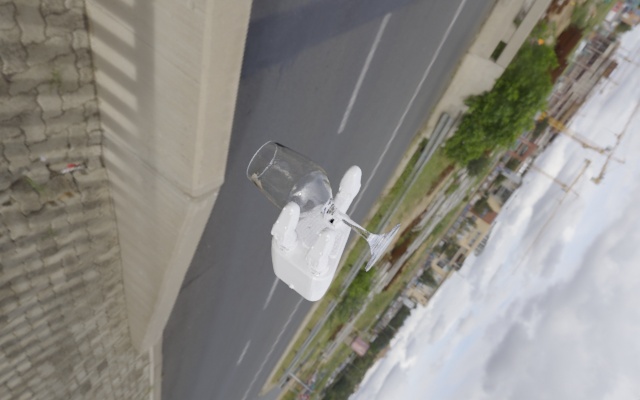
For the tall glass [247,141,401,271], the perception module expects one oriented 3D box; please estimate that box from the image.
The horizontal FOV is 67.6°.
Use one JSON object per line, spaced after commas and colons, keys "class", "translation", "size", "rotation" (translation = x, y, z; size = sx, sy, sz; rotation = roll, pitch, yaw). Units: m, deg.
{"class": "tall glass", "translation": [0.001, 0.002, 0.617], "size": [0.201, 0.079, 0.079], "rotation": [36, 9, 13]}
